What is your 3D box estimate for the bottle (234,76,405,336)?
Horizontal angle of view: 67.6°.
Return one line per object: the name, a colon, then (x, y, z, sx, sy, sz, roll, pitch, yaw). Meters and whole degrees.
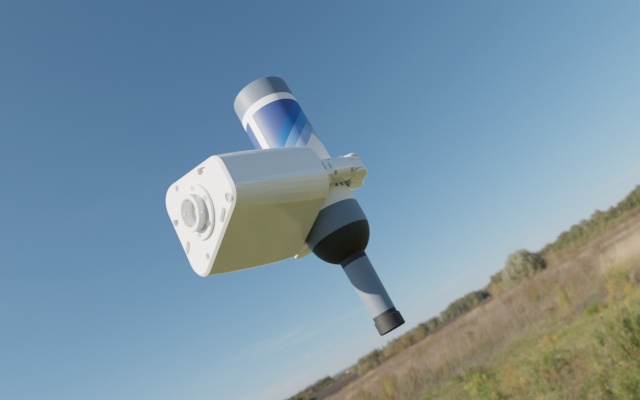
bottle: (0.000, 0.001, 0.500, 0.069, 0.295, 0.069, -26, -19, -10)
